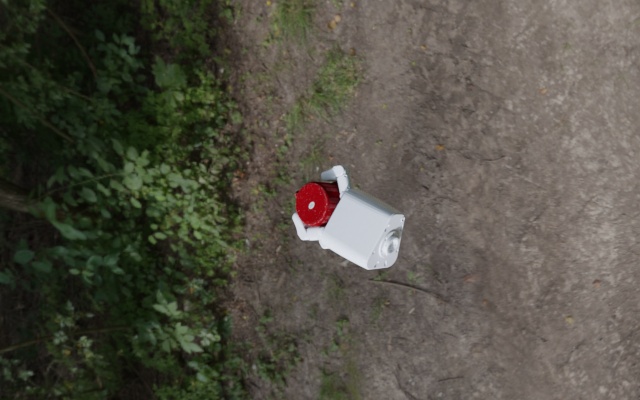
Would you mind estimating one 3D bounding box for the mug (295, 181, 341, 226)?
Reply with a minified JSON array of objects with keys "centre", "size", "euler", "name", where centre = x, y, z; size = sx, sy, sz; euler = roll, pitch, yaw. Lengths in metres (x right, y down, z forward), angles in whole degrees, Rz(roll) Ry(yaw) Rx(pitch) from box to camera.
[{"centre":[-0.001,0.002,0.898],"size":[0.117,0.093,0.081],"euler":[27,16,38],"name":"mug"}]
